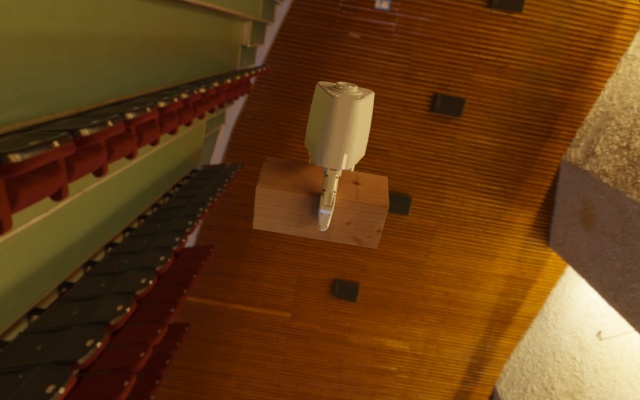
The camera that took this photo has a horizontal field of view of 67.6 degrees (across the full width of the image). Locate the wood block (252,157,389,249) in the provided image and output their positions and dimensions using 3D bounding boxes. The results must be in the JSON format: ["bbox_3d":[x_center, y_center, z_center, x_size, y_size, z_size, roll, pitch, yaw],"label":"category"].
[{"bbox_3d":[0.000,0.002,0.783,0.206,0.090,0.090,9,36,-1],"label":"wood block"}]
